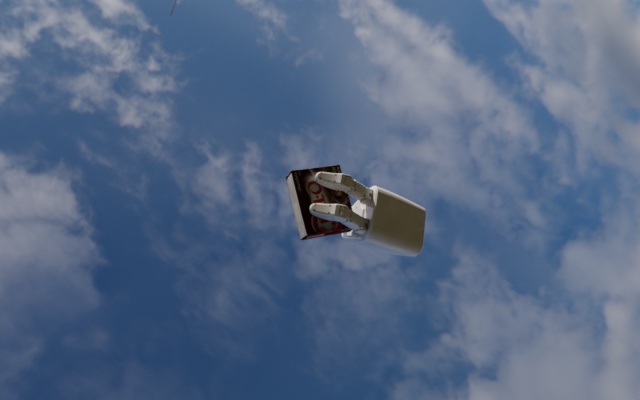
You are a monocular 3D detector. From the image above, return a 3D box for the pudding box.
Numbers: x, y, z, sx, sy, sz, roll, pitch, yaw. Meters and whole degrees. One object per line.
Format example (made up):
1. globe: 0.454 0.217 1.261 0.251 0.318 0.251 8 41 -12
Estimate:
1. pudding box: 0.000 0.003 0.782 0.090 0.113 0.039 -9 -16 -26
